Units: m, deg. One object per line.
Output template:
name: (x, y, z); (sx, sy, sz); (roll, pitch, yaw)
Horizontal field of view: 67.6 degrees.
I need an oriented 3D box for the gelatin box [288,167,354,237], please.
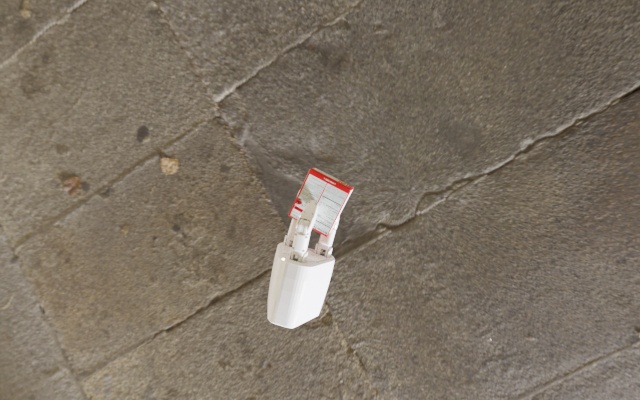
gelatin box: (0.000, 0.002, 0.762); (0.073, 0.089, 0.030); (28, 15, 7)
